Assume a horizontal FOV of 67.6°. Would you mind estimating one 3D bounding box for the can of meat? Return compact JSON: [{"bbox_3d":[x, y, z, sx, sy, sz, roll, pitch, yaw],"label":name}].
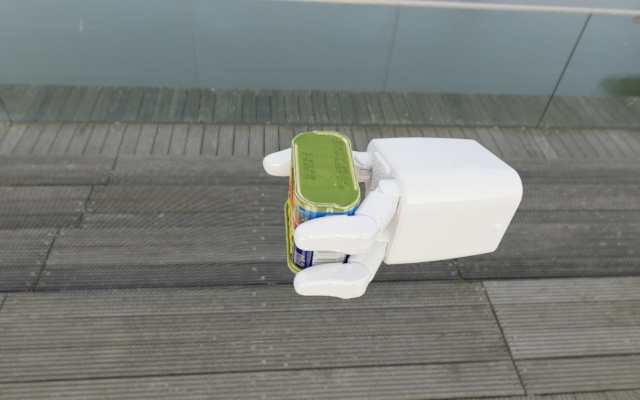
[{"bbox_3d":[0.000,0.001,0.413,0.057,0.084,0.102,0,44,-7],"label":"can of meat"}]
